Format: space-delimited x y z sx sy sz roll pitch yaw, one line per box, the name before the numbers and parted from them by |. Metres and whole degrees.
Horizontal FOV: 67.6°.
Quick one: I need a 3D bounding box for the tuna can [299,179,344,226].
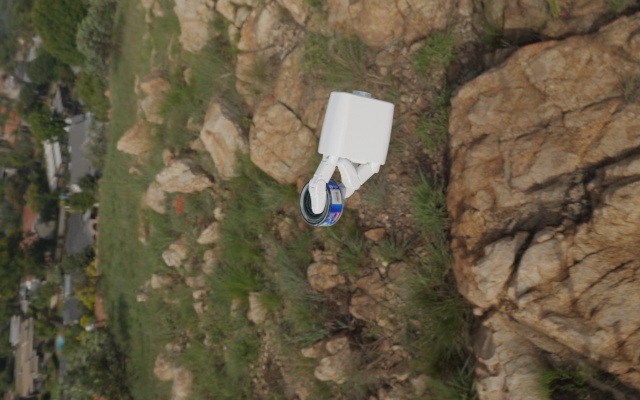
tuna can | 0.000 0.003 0.845 0.034 0.086 0.086 0 0 -41
